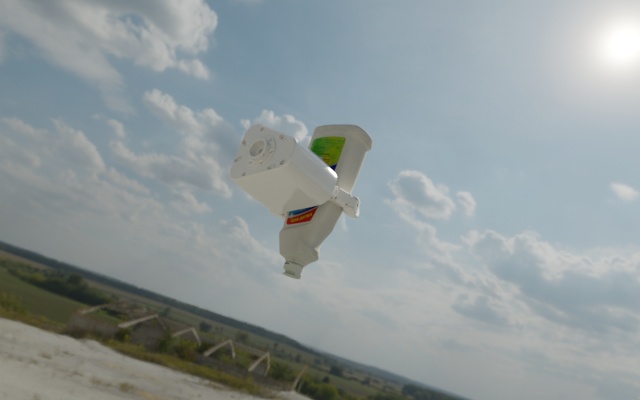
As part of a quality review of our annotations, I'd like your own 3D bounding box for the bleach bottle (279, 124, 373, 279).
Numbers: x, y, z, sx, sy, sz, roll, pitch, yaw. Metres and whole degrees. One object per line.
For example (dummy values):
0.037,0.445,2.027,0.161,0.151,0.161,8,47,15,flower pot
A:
0.000,0.002,0.757,0.102,0.250,0.068,5,-21,37,bleach bottle
